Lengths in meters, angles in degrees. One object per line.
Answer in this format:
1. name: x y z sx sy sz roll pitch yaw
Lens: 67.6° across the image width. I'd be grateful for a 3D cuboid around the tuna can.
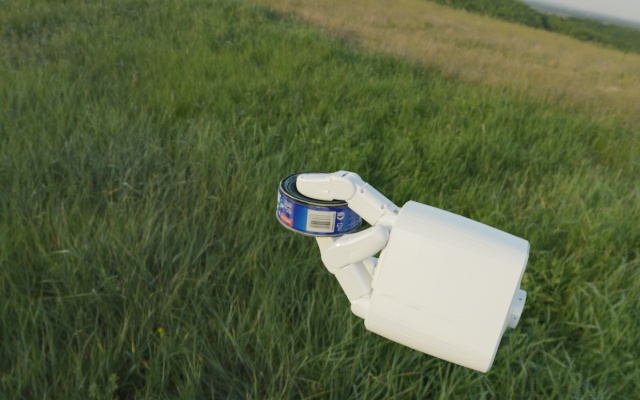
1. tuna can: 0.000 0.001 0.470 0.086 0.034 0.086 5 25 -2
